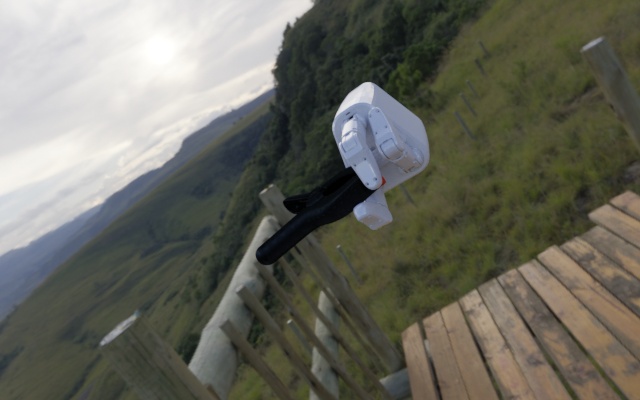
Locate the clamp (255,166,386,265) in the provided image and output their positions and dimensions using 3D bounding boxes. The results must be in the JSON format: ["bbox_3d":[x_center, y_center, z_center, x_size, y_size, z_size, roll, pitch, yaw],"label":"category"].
[{"bbox_3d":[0.000,0.001,0.560,0.171,0.039,0.120,-31,27,23],"label":"clamp"}]
